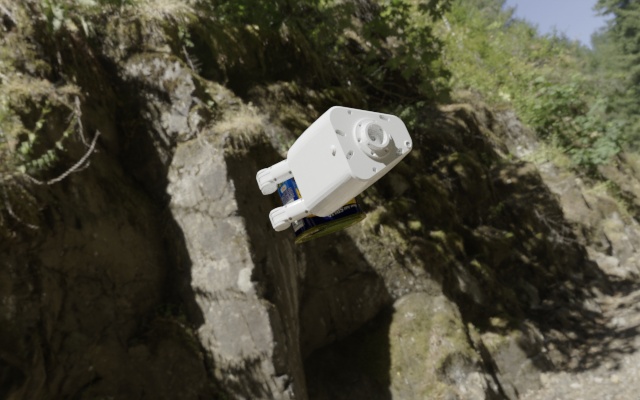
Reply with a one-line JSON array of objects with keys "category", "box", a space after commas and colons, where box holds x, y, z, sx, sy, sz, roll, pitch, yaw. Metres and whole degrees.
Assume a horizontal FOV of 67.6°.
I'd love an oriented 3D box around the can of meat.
[{"category": "can of meat", "box": [0.000, 0.002, 0.653, 0.102, 0.084, 0.057, -16, -13, -28]}]
